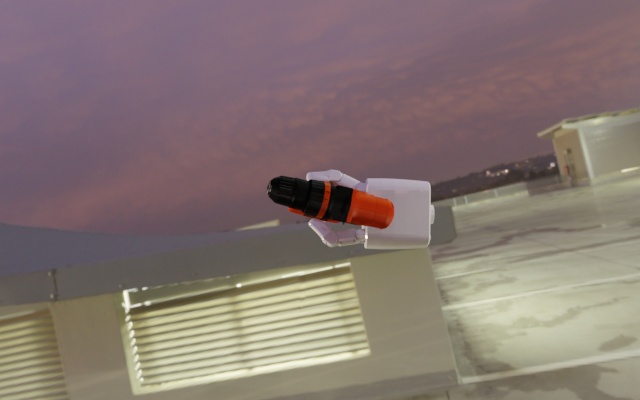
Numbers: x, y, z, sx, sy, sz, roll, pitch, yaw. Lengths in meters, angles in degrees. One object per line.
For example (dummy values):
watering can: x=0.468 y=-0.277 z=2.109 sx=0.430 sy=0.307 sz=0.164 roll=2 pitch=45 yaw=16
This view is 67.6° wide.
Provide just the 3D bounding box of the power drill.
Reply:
power drill: x=0.000 y=0.002 z=0.735 sx=0.184 sy=0.057 sz=0.187 roll=15 pitch=-1 yaw=-12
